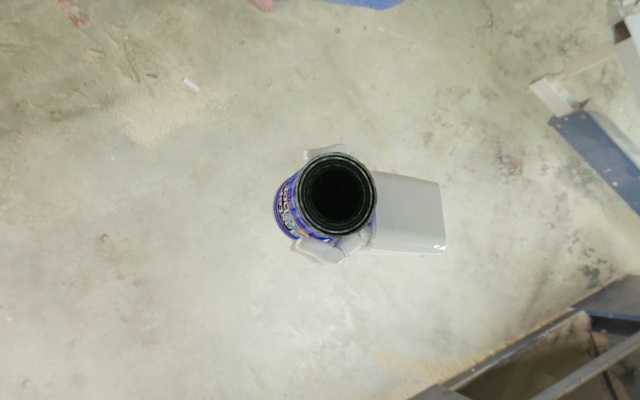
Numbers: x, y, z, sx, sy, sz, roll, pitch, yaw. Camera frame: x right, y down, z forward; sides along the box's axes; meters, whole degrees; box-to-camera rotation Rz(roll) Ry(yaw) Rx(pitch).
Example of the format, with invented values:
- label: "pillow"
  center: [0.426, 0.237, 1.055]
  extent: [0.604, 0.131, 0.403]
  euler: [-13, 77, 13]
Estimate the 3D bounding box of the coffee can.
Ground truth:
- label: "coffee can"
  center: [0.000, 0.002, 0.626]
  extent: [0.103, 0.103, 0.140]
  euler: [0, -8, -16]
